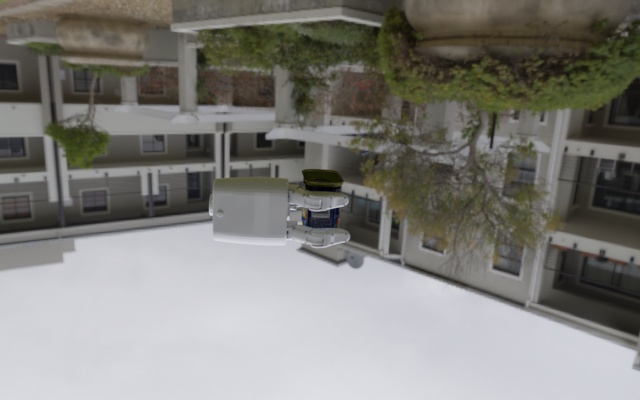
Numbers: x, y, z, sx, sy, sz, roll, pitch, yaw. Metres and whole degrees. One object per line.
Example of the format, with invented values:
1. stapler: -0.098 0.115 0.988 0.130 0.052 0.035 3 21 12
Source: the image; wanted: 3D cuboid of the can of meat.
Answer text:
1. can of meat: 0.000 0.003 0.728 0.057 0.084 0.102 2 14 -7
